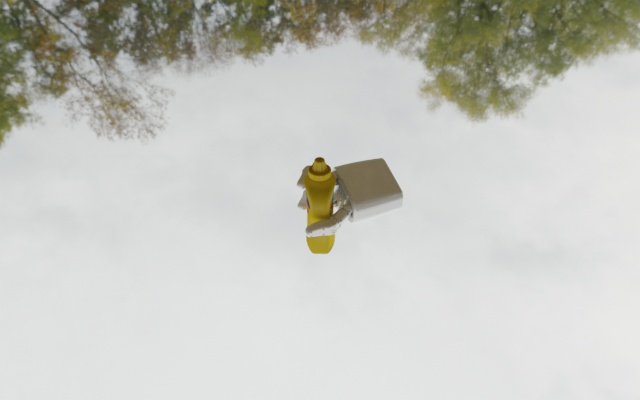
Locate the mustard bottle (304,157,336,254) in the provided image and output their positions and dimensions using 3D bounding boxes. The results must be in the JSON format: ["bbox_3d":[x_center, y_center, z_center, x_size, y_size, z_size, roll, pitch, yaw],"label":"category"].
[{"bbox_3d":[0.000,0.003,0.887,0.058,0.192,0.096,2,39,2],"label":"mustard bottle"}]
